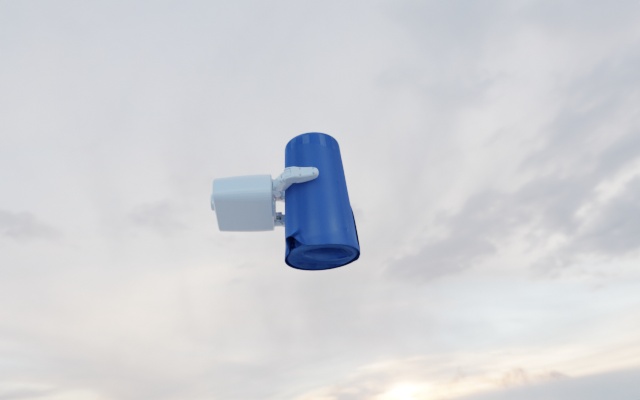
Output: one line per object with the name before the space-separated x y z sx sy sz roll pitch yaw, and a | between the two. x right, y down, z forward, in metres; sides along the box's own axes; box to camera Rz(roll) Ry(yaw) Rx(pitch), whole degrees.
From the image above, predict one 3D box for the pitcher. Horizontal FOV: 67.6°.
pitcher | 0.000 0.003 0.888 0.145 0.242 0.149 -3 -27 -4
